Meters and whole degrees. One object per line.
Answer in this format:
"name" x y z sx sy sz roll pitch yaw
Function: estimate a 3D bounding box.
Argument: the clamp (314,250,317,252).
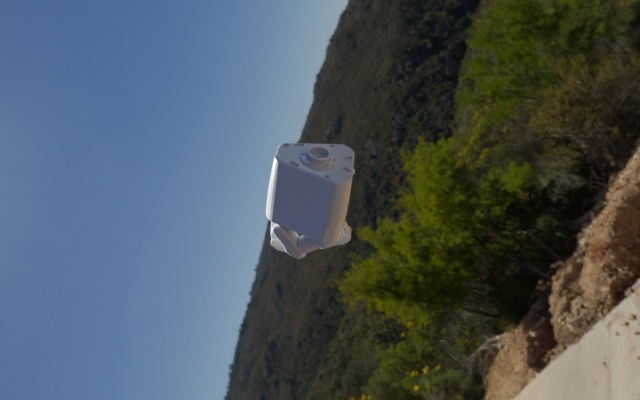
"clamp" -0.001 0.003 0.771 0.039 0.120 0.171 10 39 0
